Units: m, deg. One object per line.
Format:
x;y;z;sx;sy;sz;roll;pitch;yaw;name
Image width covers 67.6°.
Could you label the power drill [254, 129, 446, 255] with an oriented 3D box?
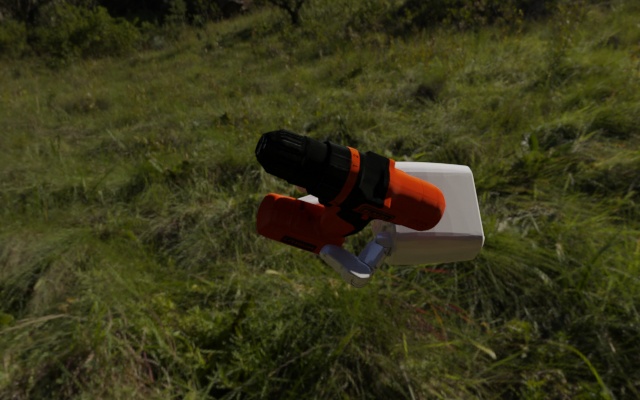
0.000;0.002;0.480;0.184;0.057;0.188;21;-22;-20;power drill
